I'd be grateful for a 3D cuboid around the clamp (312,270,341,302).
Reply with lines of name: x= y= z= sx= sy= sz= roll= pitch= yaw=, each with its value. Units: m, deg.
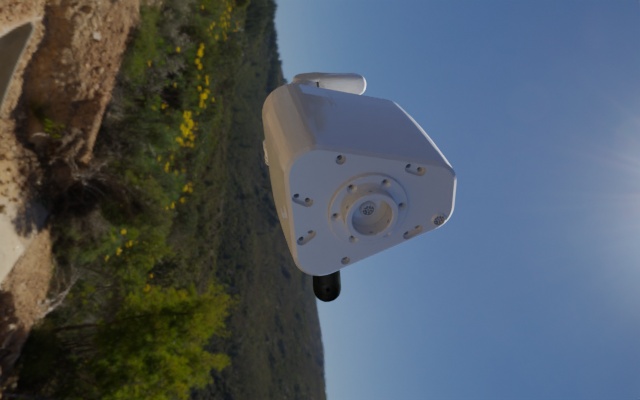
clamp: x=0.001 y=0.001 z=0.431 sx=0.039 sy=0.172 sz=0.120 roll=-9 pitch=32 yaw=-8
